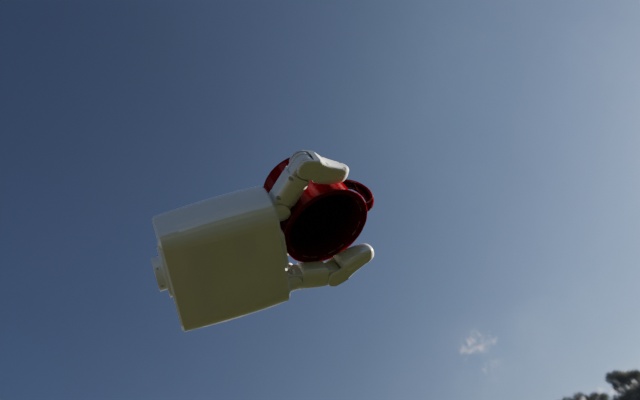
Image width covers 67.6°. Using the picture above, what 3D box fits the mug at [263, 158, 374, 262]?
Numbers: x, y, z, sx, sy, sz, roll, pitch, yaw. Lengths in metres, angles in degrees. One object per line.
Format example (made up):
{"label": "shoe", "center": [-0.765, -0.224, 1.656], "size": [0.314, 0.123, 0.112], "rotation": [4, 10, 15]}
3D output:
{"label": "mug", "center": [0.001, 0.001, 0.507], "size": [0.117, 0.093, 0.081], "rotation": [-15, 42, -21]}
